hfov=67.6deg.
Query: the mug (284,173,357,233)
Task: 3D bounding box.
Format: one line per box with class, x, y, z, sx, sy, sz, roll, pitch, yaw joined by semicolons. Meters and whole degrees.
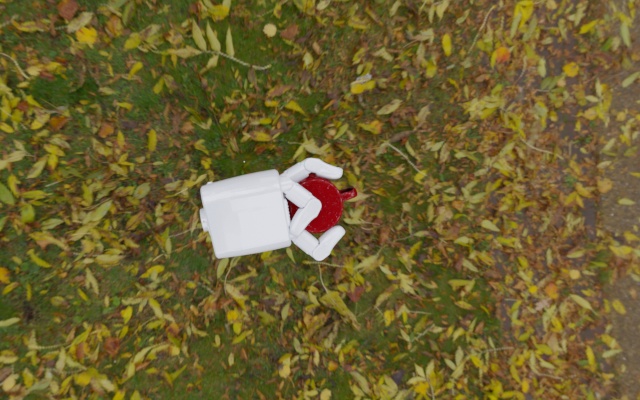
mug;0.002;0.002;0.727;0.117;0.093;0.081;-13;7;-7
